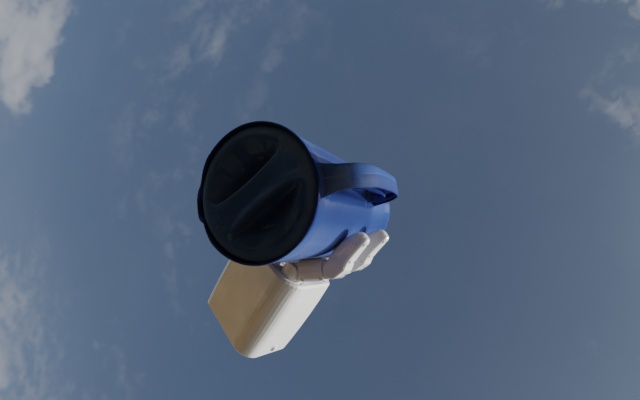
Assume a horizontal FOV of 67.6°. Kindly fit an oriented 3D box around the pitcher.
[{"bbox_3d":[0.000,0.002,0.531,0.149,0.145,0.243,37,12,25],"label":"pitcher"}]
